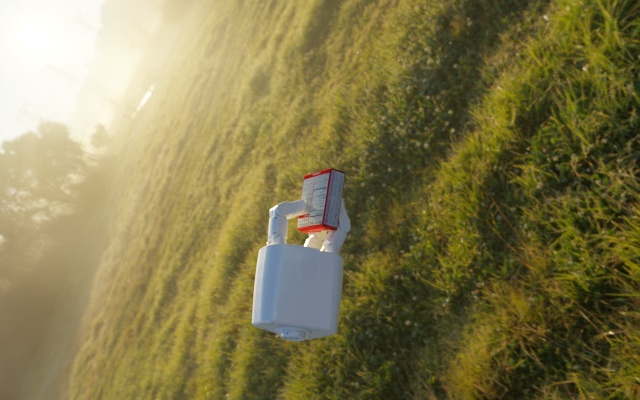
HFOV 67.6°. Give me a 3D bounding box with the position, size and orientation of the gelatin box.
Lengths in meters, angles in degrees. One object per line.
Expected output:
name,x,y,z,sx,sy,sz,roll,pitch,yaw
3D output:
gelatin box,0.000,0.002,0.706,0.030,0.089,0.073,16,-15,-31
